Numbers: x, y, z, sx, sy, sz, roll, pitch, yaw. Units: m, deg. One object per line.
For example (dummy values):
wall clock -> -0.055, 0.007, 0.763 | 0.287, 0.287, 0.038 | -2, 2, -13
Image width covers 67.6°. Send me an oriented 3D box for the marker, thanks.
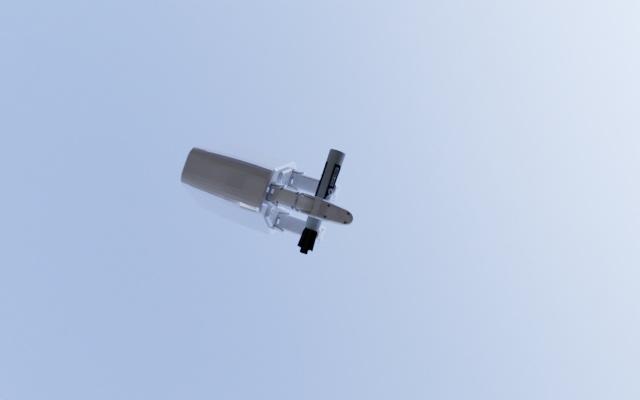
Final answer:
marker -> 0.000, 0.002, 0.534 | 0.020, 0.121, 0.020 | 19, -3, 1
